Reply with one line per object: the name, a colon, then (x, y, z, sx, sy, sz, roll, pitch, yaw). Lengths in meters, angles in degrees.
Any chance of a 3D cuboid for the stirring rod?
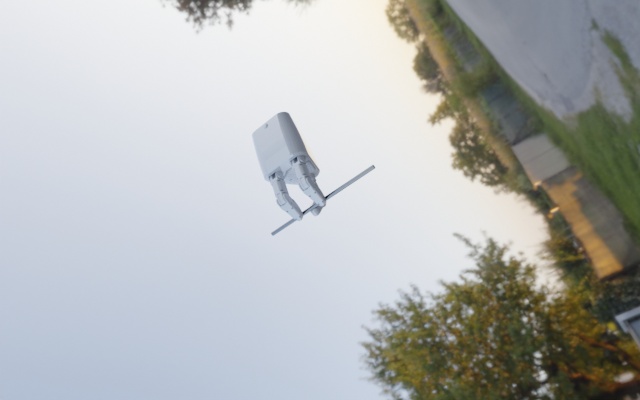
stirring rod: (0.000, 0.003, 0.871, 0.239, 0.011, 0.011, -34, -14, 22)
